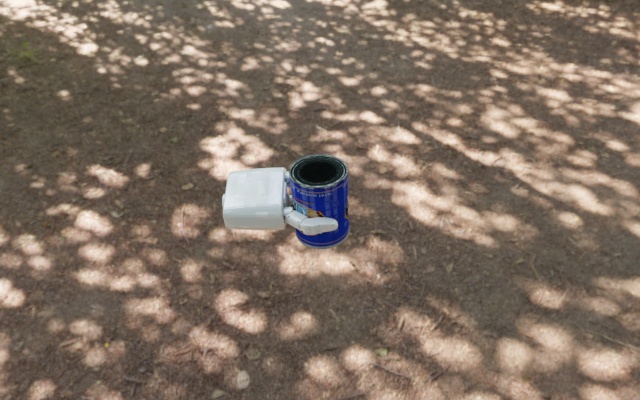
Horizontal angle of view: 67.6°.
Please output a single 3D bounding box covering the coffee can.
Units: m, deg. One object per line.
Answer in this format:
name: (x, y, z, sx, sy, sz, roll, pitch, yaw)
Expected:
coffee can: (0.000, 0.003, 0.861, 0.103, 0.140, 0.102, -2, 38, 2)
